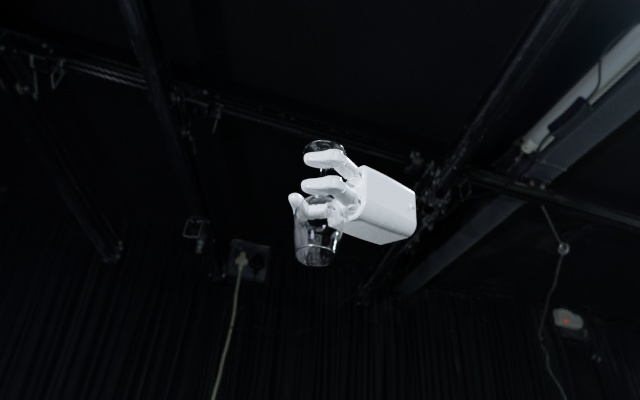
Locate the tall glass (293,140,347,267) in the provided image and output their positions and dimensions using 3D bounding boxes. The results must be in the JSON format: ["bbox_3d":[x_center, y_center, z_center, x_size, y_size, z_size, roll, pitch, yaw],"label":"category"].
[{"bbox_3d":[0.000,0.002,0.752,0.079,0.201,0.079,4,-37,3],"label":"tall glass"}]
